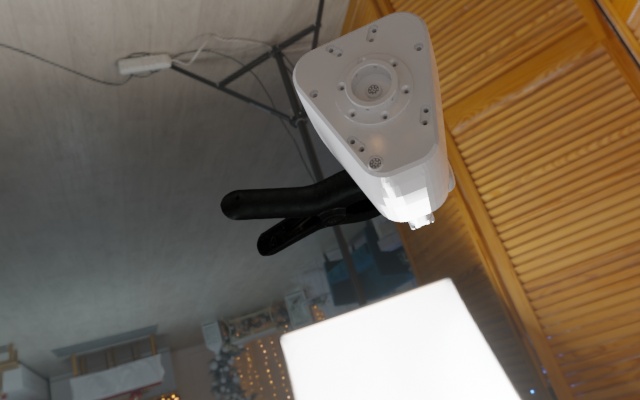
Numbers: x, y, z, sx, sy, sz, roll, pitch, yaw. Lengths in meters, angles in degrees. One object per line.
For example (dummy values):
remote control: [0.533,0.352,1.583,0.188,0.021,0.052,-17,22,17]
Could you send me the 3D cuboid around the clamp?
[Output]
clamp: [0.000,0.002,0.422,0.171,0.039,0.120,-22,-20,9]
